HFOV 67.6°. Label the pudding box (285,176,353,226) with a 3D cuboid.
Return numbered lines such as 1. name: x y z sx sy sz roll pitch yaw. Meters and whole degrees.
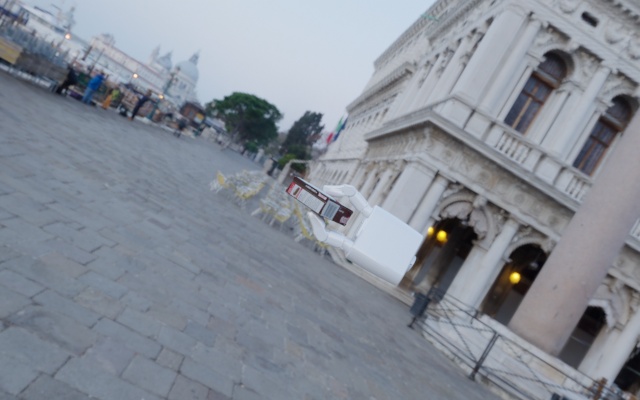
1. pudding box: 0.000 0.003 0.891 0.090 0.039 0.113 33 1 29
